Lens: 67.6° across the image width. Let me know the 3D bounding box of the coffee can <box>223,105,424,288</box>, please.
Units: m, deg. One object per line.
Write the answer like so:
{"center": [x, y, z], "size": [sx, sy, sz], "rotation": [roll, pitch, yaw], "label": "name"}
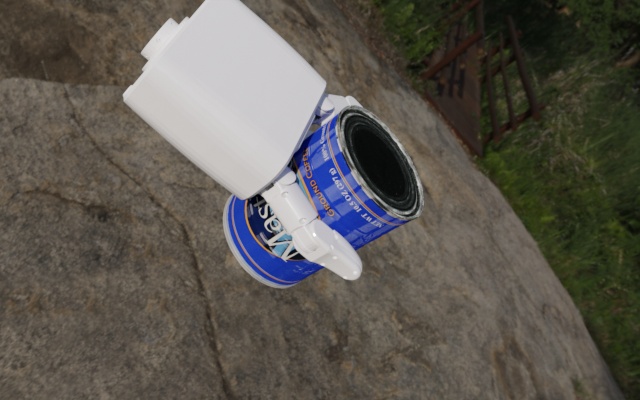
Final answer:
{"center": [0.000, 0.002, 0.406], "size": [0.140, 0.102, 0.103], "rotation": [-33, -20, 33], "label": "coffee can"}
